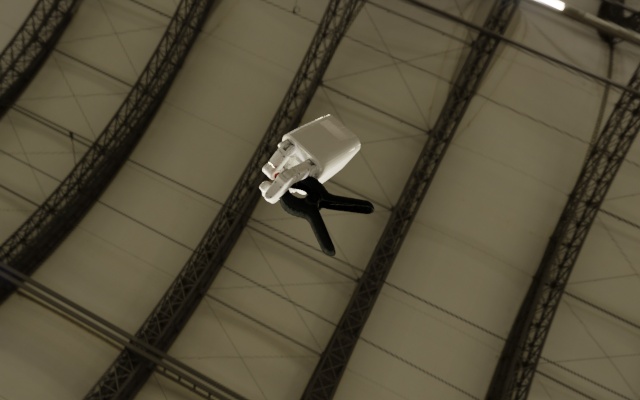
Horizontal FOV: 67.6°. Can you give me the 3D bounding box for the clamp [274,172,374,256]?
[{"bbox_3d":[0.000,0.003,0.781,0.120,0.171,0.039,-33,-24,-32],"label":"clamp"}]
